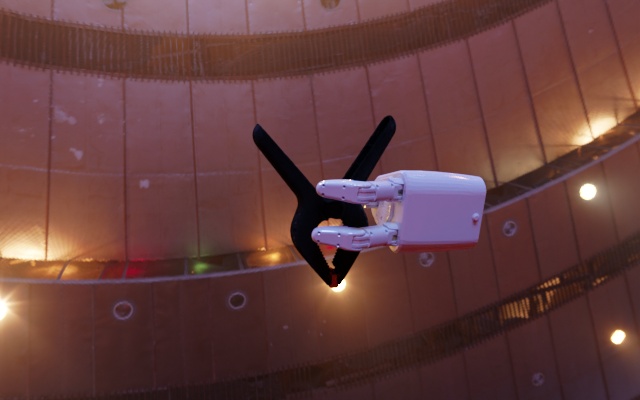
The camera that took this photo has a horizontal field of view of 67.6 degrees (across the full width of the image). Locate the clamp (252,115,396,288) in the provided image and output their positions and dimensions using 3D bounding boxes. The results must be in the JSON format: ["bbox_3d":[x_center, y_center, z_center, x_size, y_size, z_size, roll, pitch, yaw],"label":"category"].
[{"bbox_3d":[0.000,0.002,0.561,0.164,0.210,0.036,1,15,-12],"label":"clamp"}]
